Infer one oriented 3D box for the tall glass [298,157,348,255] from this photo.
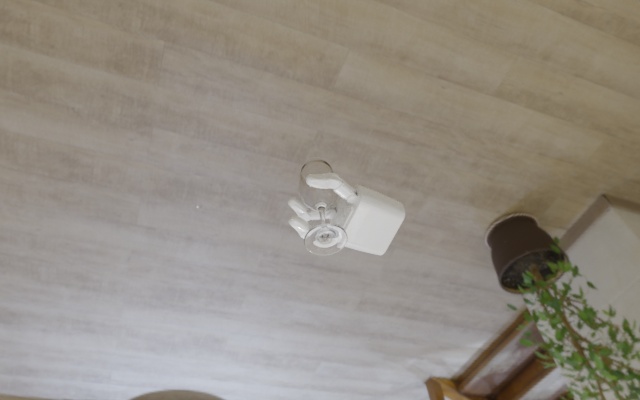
[{"bbox_3d":[0.000,0.003,0.880,0.079,0.079,0.200,0,41,-7],"label":"tall glass"}]
